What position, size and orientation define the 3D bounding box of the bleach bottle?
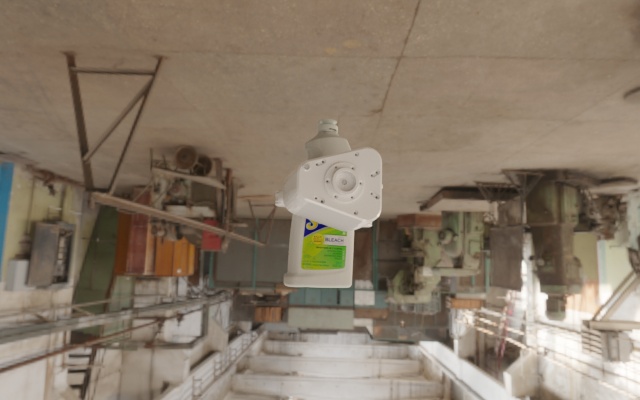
[{"bbox_3d":[0.000,0.002,0.717,0.102,0.251,0.068,3,-8,-11],"label":"bleach bottle"}]
